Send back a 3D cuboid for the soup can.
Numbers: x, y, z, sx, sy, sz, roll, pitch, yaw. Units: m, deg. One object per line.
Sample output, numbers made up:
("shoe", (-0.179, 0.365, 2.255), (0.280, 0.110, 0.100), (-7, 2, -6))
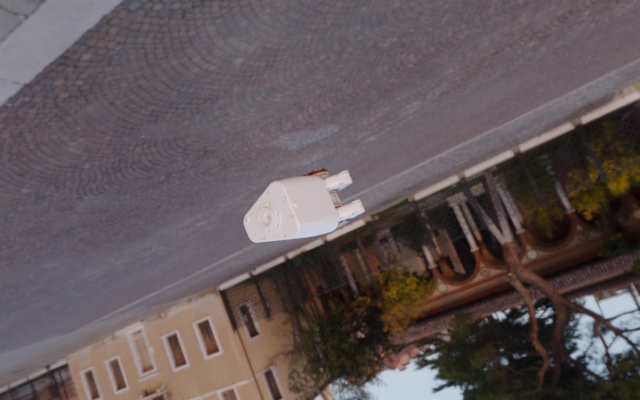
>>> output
("soup can", (0.000, 0.003, 0.842), (0.068, 0.102, 0.068), (-22, -9, -4))
